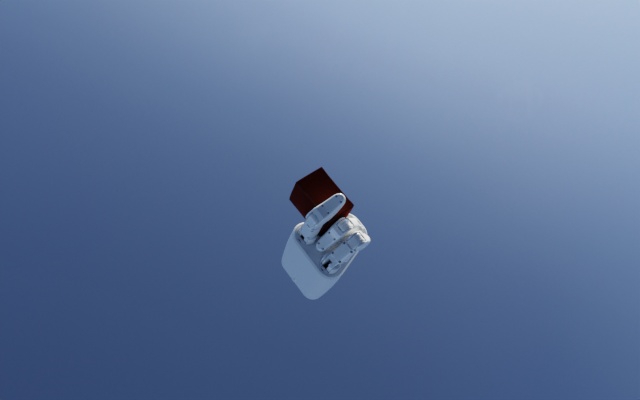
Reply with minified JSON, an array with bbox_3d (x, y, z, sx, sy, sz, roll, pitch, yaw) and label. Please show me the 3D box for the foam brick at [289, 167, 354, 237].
[{"bbox_3d":[0.000,0.002,0.702,0.053,0.078,0.051,-30,-17,-30],"label":"foam brick"}]
